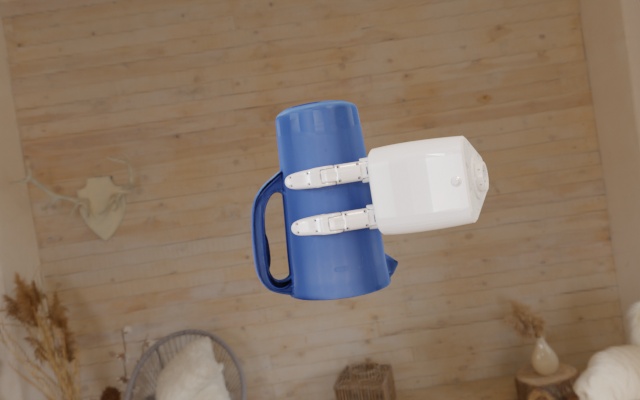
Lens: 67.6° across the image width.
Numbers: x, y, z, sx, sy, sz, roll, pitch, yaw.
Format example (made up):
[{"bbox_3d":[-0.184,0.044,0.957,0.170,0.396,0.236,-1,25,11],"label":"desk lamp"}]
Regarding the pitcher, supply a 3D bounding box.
[{"bbox_3d":[0.000,0.002,0.617,0.145,0.243,0.149,-8,1,31],"label":"pitcher"}]
